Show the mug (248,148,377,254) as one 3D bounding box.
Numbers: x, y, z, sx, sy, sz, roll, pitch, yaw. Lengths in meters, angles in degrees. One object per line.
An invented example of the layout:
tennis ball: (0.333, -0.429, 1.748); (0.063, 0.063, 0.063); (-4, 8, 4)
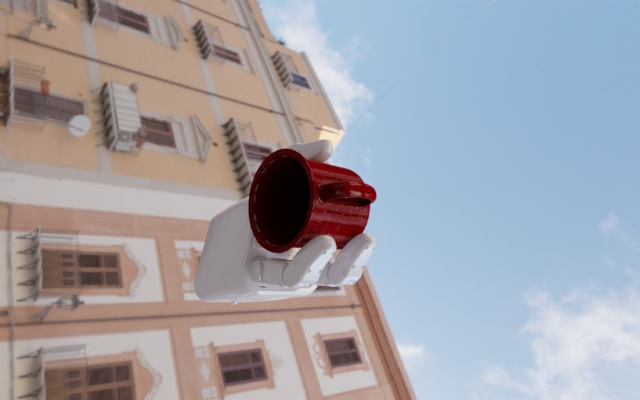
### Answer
mug: (0.001, 0.001, 0.438); (0.081, 0.093, 0.117); (8, -19, -43)
